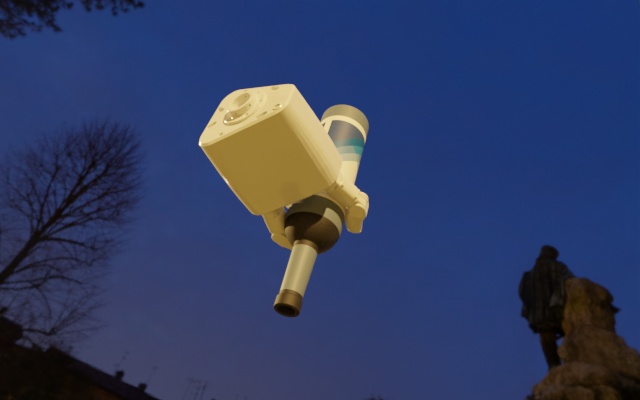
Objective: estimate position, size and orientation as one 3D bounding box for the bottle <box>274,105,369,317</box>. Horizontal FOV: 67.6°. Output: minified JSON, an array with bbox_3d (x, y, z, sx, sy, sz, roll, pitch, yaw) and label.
[{"bbox_3d":[0.000,0.002,0.570,0.069,0.295,0.069,10,-40,9],"label":"bottle"}]
